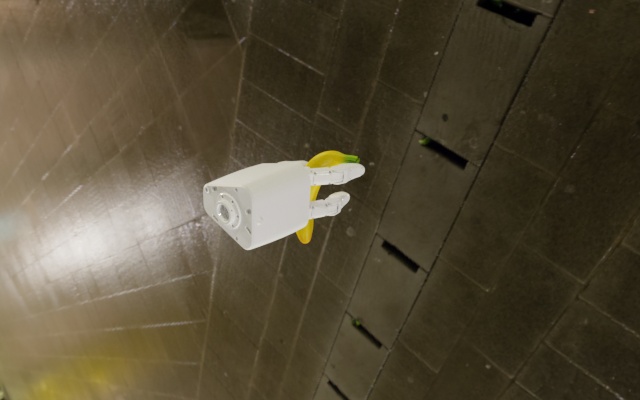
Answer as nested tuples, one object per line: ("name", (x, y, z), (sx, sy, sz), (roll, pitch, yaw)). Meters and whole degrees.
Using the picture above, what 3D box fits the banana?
("banana", (-0.011, -0.012, 0.772), (0.069, 0.198, 0.037), (45, 40, 18))
